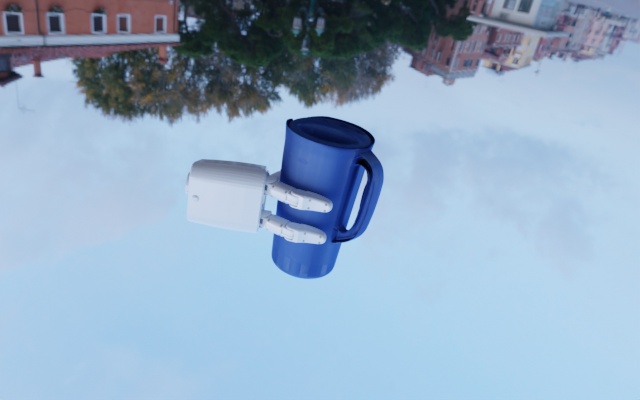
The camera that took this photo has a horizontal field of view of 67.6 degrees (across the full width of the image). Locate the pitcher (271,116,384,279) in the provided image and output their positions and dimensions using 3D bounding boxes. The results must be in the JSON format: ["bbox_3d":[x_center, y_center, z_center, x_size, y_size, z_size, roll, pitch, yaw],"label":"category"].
[{"bbox_3d":[0.000,0.002,0.738,0.145,0.243,0.149,9,26,-6],"label":"pitcher"}]
